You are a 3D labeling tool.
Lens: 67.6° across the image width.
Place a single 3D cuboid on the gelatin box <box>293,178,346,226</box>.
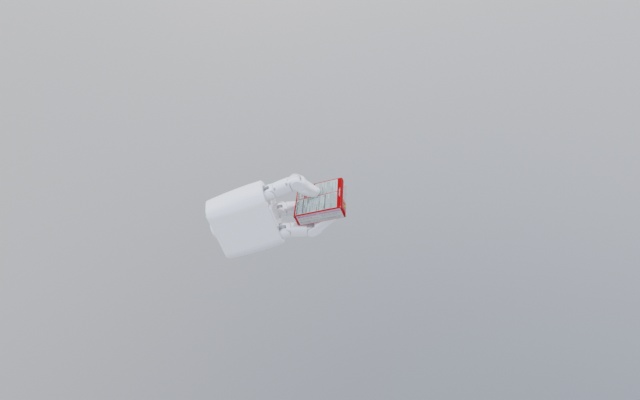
[{"bbox_3d":[0.000,0.002,0.838,0.089,0.073,0.030,-12,-47,17],"label":"gelatin box"}]
